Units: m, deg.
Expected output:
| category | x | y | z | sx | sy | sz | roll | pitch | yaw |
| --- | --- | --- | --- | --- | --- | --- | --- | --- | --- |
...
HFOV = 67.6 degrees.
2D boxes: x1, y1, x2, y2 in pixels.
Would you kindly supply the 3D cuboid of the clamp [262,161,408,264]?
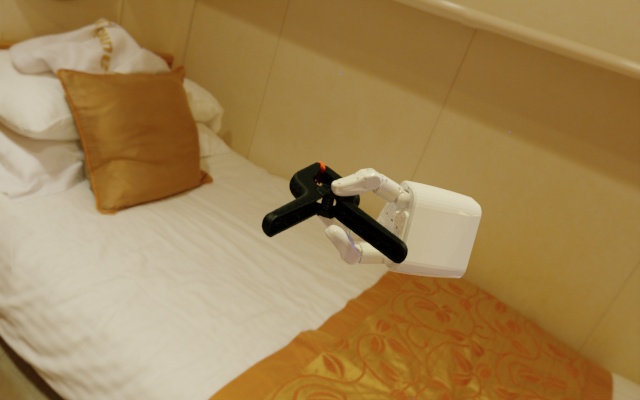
| category | x | y | z | sx | sy | sz | roll | pitch | yaw |
| --- | --- | --- | --- | --- | --- | --- | --- | --- | --- |
| clamp | 0.000 | 0.001 | 0.588 | 0.164 | 0.036 | 0.210 | 11 | 25 | -19 |
